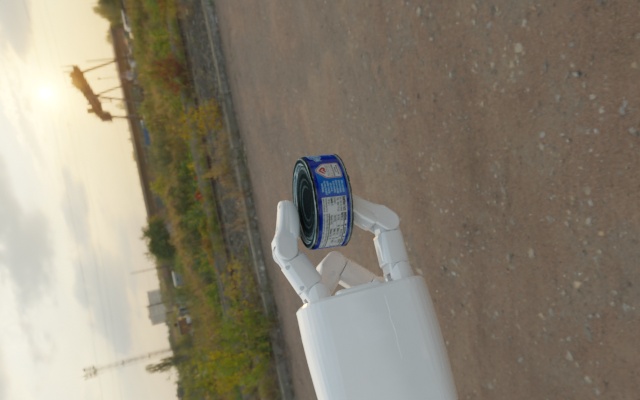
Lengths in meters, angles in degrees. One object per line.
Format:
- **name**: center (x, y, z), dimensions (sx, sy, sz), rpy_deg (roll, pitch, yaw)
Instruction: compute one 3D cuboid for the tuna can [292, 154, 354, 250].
- **tuna can**: center (-0.001, 0.001, 0.434), dimensions (0.034, 0.086, 0.086), rpy_deg (-6, 2, -16)
